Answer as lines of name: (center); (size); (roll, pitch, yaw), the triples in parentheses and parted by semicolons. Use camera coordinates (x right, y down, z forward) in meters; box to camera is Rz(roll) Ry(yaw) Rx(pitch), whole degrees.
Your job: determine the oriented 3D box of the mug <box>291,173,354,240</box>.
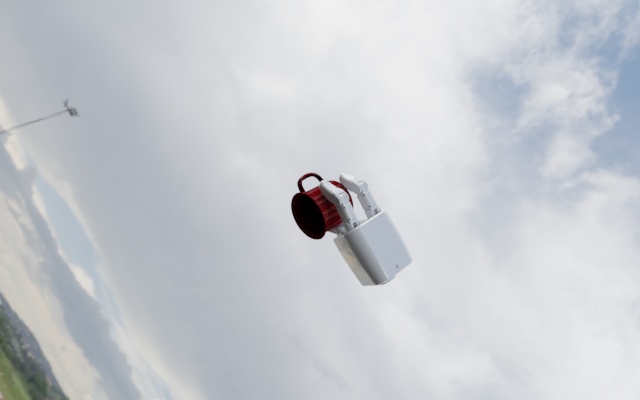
mug: (0.000, 0.002, 0.876); (0.081, 0.117, 0.093); (-28, -2, -35)
